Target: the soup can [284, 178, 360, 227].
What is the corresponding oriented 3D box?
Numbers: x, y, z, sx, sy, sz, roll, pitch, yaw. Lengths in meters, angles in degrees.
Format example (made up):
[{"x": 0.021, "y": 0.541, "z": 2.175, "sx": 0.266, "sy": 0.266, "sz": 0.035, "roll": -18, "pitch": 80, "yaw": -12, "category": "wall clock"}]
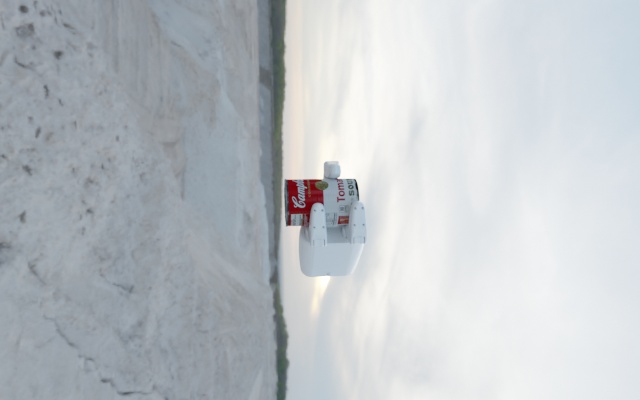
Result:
[{"x": 0.000, "y": 0.002, "z": 0.681, "sx": 0.102, "sy": 0.068, "sz": 0.068, "roll": -1, "pitch": 0, "yaw": -6, "category": "soup can"}]
